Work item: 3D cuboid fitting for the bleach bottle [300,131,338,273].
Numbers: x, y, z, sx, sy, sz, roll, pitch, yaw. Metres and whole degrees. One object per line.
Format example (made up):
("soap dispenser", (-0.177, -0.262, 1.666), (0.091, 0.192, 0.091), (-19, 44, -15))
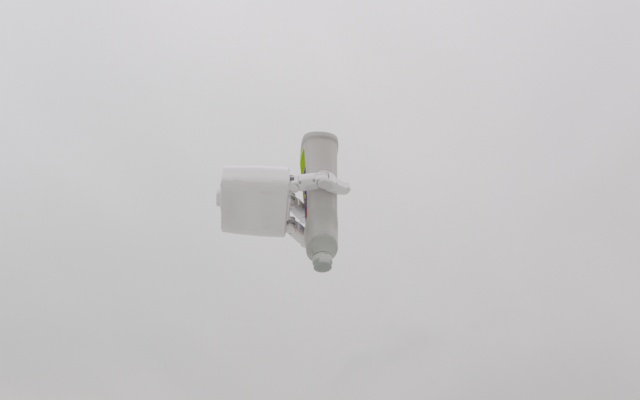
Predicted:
("bleach bottle", (0.000, 0.003, 0.799), (0.068, 0.250, 0.103), (3, -42, -6))
